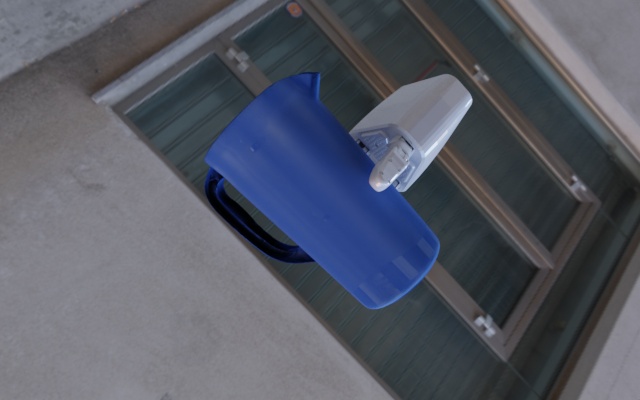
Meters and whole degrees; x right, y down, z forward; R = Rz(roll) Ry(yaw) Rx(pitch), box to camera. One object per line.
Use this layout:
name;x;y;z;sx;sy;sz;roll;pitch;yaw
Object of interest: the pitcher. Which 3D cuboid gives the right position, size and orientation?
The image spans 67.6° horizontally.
pitcher;0.000;0.002;0.508;0.145;0.243;0.149;-46;5;-24
